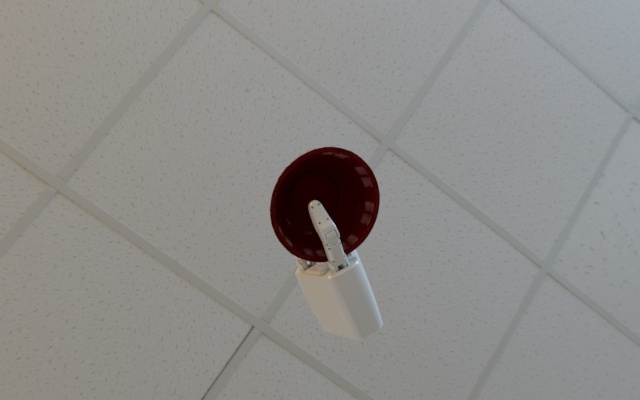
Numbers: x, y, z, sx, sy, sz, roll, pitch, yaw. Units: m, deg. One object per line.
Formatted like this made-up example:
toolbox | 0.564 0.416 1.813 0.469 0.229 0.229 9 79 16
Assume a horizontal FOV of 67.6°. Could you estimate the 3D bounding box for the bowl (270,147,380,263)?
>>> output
bowl | 0.000 0.001 0.672 0.162 0.162 0.055 0 13 -22
